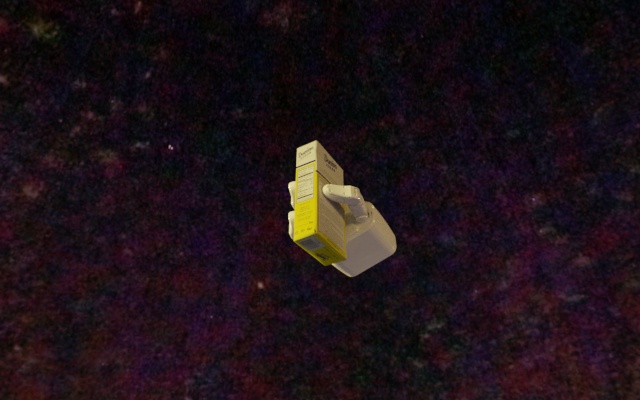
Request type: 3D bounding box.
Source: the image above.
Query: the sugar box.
[{"bbox_3d":[0.000,0.003,0.750,0.048,0.176,0.093,-21,-41,23],"label":"sugar box"}]
